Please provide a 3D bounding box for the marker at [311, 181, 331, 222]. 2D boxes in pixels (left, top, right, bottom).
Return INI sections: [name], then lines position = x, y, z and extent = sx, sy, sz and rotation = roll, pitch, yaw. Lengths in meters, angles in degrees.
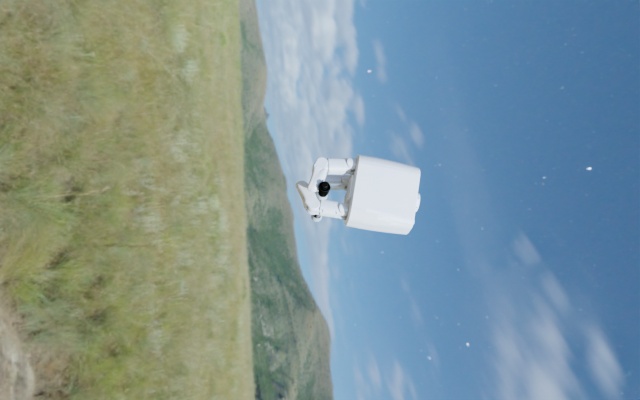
[marker]
position = 0.000, 0.003, 0.787
extent = 0.020, 0.020, 0.121
rotation = 0, -27, -8
